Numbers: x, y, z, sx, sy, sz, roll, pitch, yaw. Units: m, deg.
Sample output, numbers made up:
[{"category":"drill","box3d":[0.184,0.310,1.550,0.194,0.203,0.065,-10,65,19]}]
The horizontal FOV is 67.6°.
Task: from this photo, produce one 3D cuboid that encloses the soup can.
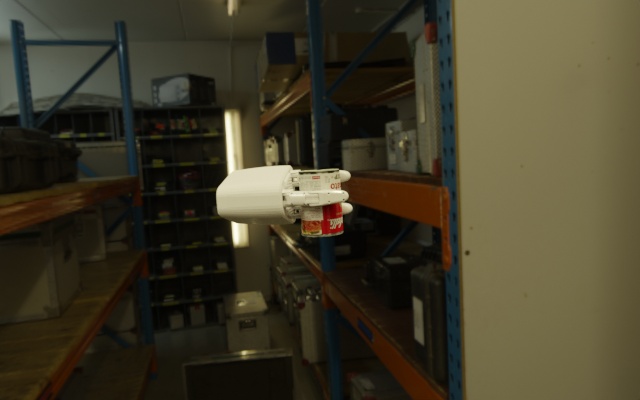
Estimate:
[{"category":"soup can","box3d":[0.001,0.002,0.763,0.068,0.102,0.068,-3,6,0]}]
